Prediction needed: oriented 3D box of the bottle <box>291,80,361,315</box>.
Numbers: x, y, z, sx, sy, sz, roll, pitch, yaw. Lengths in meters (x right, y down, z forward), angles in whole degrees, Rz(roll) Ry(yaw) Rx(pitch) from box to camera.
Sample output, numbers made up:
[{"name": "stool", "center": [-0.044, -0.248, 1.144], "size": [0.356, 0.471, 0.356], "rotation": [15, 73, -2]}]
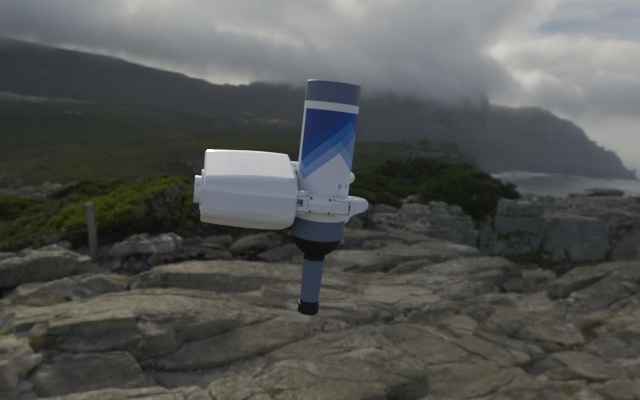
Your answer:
[{"name": "bottle", "center": [0.000, 0.002, 0.605], "size": [0.069, 0.296, 0.069], "rotation": [6, 9, -1]}]
